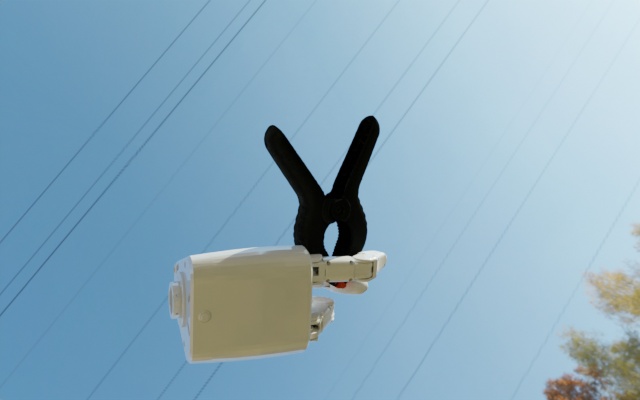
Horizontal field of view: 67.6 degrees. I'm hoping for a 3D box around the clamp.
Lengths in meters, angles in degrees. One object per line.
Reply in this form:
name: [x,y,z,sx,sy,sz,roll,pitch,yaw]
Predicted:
clamp: [0.000,0.002,0.458,0.120,0.171,0.039,0,7,-24]
